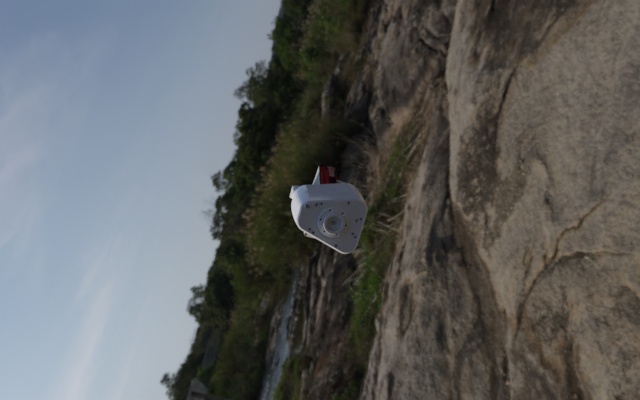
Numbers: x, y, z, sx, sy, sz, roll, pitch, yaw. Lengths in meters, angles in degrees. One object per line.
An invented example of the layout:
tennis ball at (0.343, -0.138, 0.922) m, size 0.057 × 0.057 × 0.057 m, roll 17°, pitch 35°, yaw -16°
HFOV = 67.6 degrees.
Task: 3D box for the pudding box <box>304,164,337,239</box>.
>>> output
pudding box at (0.000, 0.003, 0.898) m, size 0.039 × 0.114 × 0.090 m, roll 13°, pitch 40°, yaw -11°
